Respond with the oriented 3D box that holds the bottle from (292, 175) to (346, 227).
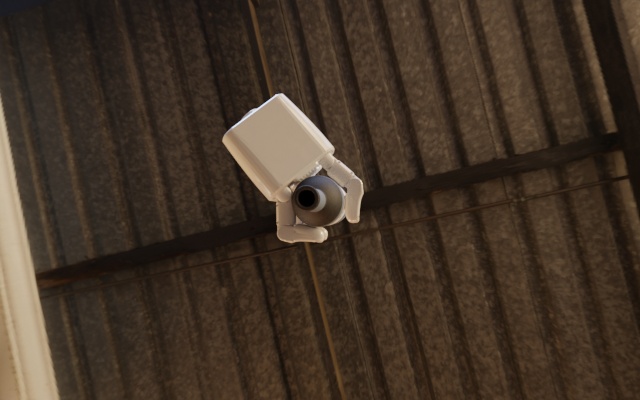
[{"bbox_3d":[0.000,0.002,0.649,0.069,0.069,0.296,0,-2,6],"label":"bottle"}]
